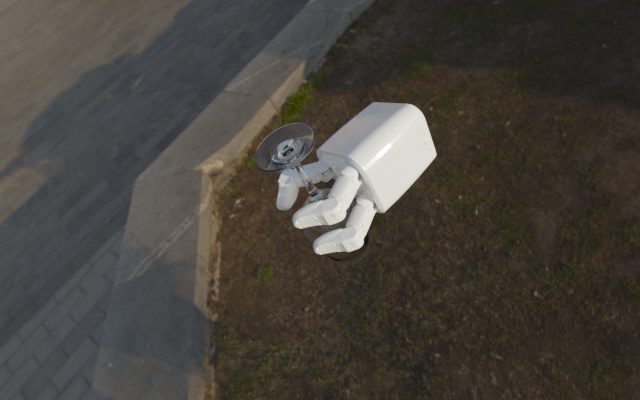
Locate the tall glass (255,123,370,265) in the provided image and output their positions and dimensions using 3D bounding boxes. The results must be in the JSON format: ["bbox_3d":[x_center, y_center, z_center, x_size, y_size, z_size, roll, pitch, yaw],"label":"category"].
[{"bbox_3d":[0.000,0.002,0.591,0.079,0.079,0.201,0,-38,30],"label":"tall glass"}]
